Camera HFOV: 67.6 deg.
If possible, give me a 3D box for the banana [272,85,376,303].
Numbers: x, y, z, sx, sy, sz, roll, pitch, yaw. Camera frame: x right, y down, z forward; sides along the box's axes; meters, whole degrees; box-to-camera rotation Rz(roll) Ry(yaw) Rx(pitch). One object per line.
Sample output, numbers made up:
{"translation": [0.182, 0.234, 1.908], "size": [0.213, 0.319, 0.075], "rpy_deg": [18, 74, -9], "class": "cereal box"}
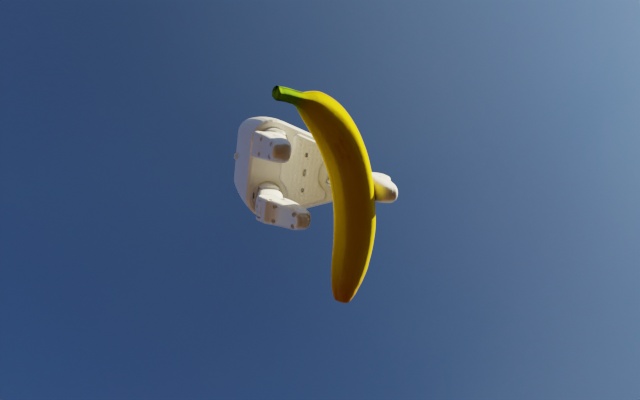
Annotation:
{"translation": [0.015, -0.009, 0.406], "size": [0.069, 0.198, 0.037], "rpy_deg": [-25, 21, -19], "class": "banana"}
